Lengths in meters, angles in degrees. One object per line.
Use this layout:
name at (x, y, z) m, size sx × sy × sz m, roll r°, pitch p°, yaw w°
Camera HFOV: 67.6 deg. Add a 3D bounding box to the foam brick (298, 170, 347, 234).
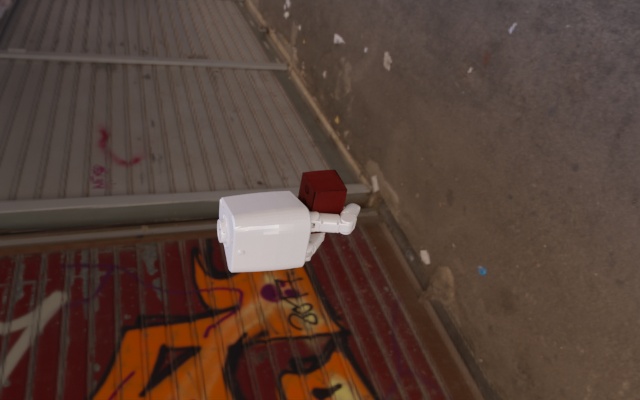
foam brick at (0.000, 0.002, 0.689) m, size 0.051 × 0.078 × 0.053 m, roll -3°, pitch 36°, yaw -21°
